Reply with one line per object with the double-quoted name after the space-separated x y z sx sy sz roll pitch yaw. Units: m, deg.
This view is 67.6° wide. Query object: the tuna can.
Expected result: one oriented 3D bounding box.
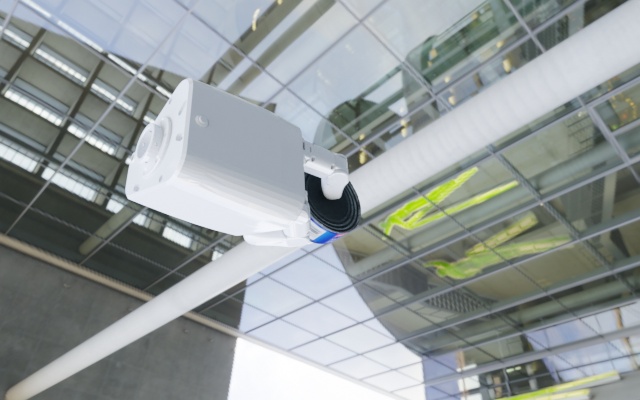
0.000 0.002 0.502 0.086 0.086 0.034 0 -27 -45 "tuna can"
